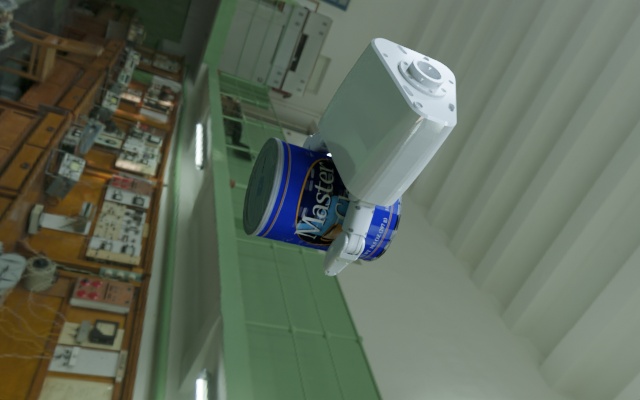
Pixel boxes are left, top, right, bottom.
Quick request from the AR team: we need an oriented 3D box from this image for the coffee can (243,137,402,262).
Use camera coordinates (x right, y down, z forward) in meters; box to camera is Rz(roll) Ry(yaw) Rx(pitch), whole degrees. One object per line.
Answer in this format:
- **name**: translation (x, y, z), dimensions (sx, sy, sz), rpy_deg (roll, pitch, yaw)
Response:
- **coffee can**: translation (0.000, 0.002, 0.510), dimensions (0.140, 0.103, 0.103), rpy_deg (15, -6, -21)
